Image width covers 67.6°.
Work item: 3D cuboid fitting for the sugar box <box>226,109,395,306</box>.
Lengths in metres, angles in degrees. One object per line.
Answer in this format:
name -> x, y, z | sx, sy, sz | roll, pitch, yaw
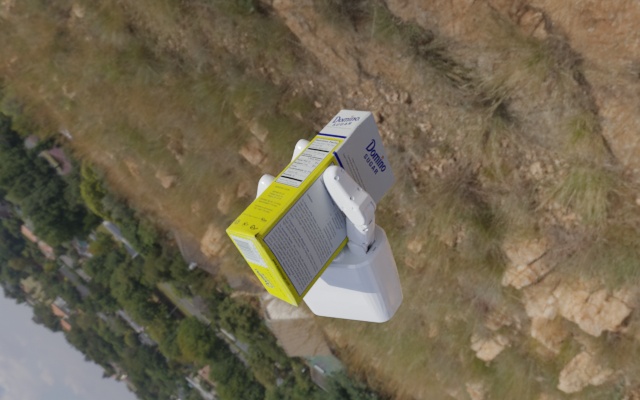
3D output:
sugar box -> 0.000, 0.002, 0.456 | 0.048, 0.093, 0.176 | 12, 51, 39
